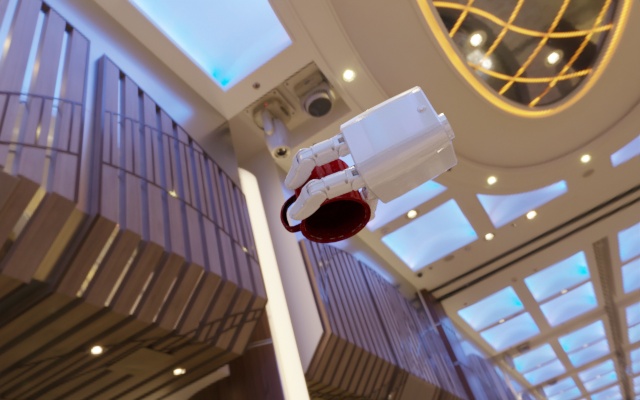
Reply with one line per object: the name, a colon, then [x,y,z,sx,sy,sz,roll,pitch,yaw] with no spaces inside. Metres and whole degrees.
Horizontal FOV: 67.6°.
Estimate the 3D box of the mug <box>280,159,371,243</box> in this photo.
mug: [-0.001,0.003,0.631,0.117,0.081,0.093,-26,-39,12]
